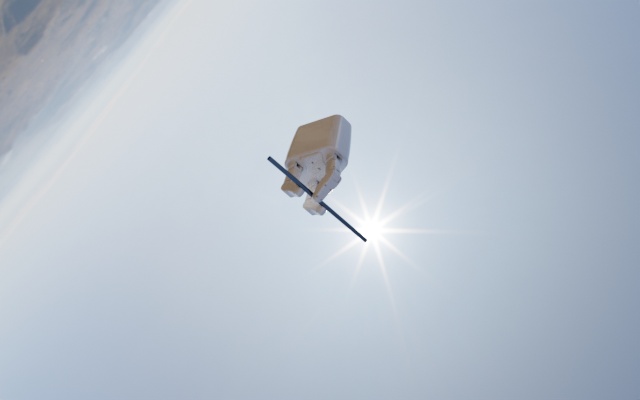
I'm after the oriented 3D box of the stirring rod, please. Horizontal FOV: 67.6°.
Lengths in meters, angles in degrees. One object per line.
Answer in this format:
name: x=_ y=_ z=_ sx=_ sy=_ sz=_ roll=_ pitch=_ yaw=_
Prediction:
stirring rod: x=0.000 y=0.003 z=0.806 sx=0.240 sy=0.011 sz=0.011 roll=41 pitch=-21 yaw=-27
